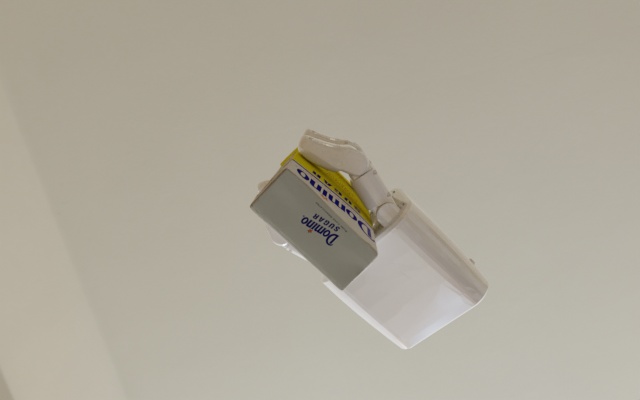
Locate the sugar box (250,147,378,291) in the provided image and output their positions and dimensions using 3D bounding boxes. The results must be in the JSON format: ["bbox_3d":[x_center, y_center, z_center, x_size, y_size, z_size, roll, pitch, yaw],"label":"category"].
[{"bbox_3d":[0.001,0.001,0.414,0.093,0.048,0.176,43,9,-8],"label":"sugar box"}]
